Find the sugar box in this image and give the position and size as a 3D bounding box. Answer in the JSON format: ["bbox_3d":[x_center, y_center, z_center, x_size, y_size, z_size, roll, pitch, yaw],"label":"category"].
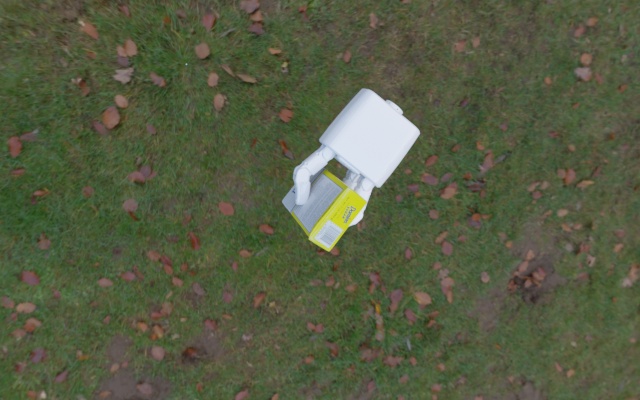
[{"bbox_3d":[0.001,0.003,0.746,0.048,0.093,0.176,37,4,-22],"label":"sugar box"}]
